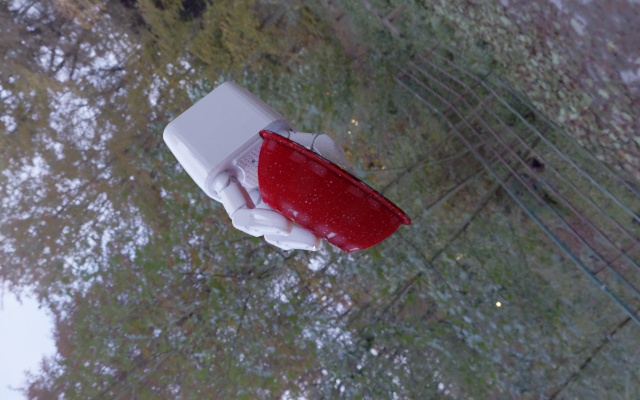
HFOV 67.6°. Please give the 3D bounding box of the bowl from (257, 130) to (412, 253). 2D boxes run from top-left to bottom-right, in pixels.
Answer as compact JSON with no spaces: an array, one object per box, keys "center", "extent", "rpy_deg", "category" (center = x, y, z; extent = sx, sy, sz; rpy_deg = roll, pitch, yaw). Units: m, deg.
[{"center":[0.001,0.002,0.436],"extent":[0.162,0.055,0.162],"rpy_deg":[31,-3,2],"category":"bowl"}]
